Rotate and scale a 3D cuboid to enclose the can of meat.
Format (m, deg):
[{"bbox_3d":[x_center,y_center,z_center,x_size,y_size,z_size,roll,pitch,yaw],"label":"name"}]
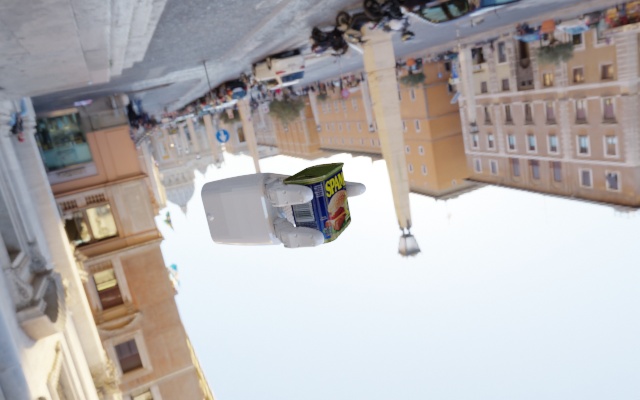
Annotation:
[{"bbox_3d":[0.000,0.002,0.617,0.057,0.084,0.102,-5,14,23],"label":"can of meat"}]
